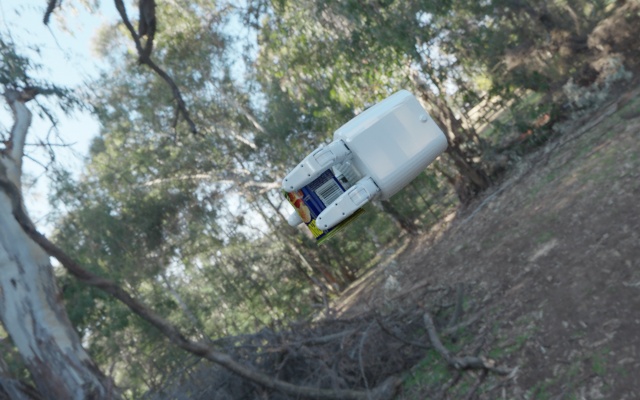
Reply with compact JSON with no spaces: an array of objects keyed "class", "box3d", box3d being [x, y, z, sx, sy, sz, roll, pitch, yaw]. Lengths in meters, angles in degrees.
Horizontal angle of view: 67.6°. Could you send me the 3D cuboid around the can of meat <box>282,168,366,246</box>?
[{"class":"can of meat","box3d":[0.000,0.002,0.572,0.057,0.084,0.102,-36,-4,-13]}]
